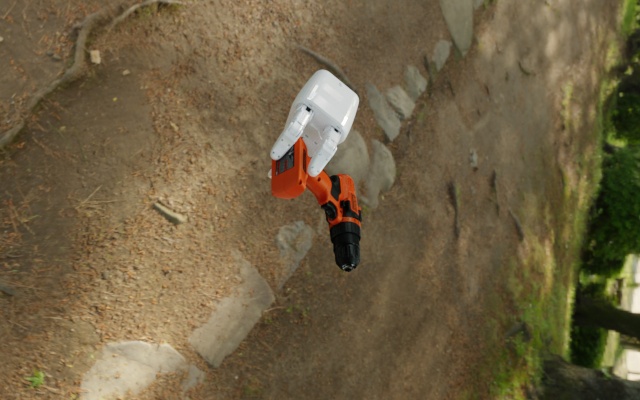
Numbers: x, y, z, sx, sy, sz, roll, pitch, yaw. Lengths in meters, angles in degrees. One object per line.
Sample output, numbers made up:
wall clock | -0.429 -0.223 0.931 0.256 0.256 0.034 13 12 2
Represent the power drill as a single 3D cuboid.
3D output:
power drill | 0.000 0.002 0.750 0.057 0.184 0.188 -25 -43 23
